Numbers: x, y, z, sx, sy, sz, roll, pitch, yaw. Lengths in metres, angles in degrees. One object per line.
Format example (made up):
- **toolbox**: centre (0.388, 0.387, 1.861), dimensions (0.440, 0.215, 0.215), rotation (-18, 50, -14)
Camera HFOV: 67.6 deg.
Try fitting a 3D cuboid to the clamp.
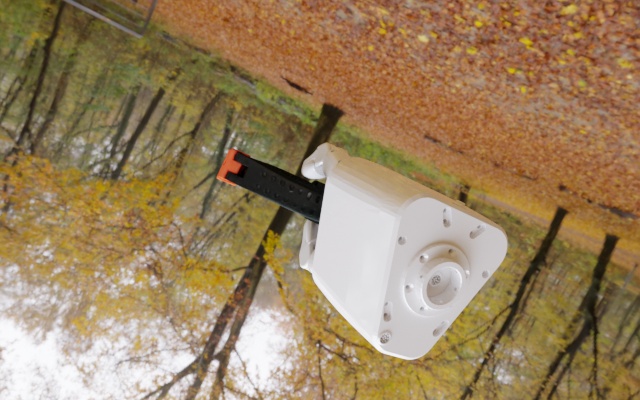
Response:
- **clamp**: centre (-0.001, 0.002, 0.457), dimensions (0.210, 0.036, 0.164), rotation (23, 4, -25)
